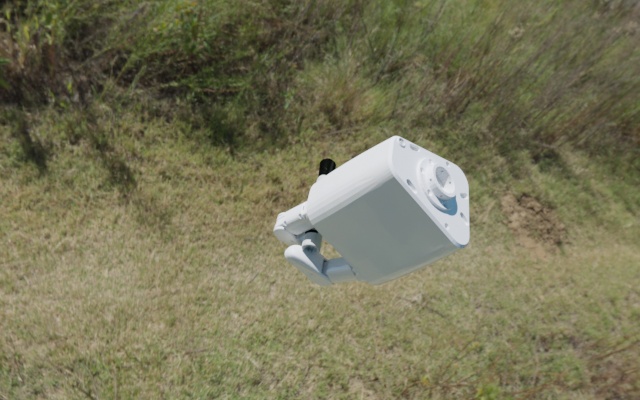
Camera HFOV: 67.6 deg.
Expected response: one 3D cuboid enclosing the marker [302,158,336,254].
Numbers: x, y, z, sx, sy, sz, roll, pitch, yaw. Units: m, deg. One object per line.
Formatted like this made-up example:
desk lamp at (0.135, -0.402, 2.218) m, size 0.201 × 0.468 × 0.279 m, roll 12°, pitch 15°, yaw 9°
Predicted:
marker at (0.000, 0.002, 0.508) m, size 0.020 × 0.121 × 0.020 m, roll 7°, pitch -37°, yaw 6°
